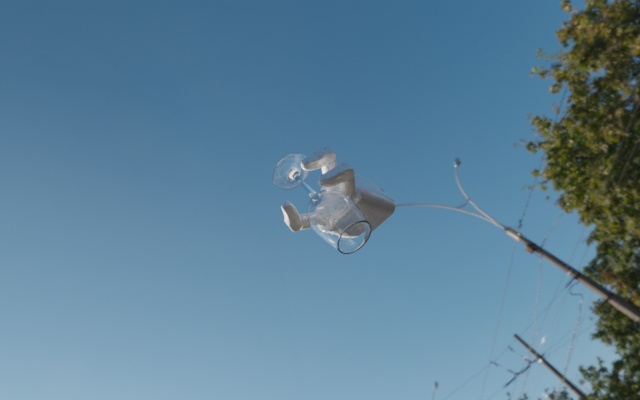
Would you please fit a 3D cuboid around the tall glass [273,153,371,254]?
[{"bbox_3d":[0.000,0.002,0.779,0.079,0.079,0.201,0,32,-37],"label":"tall glass"}]
